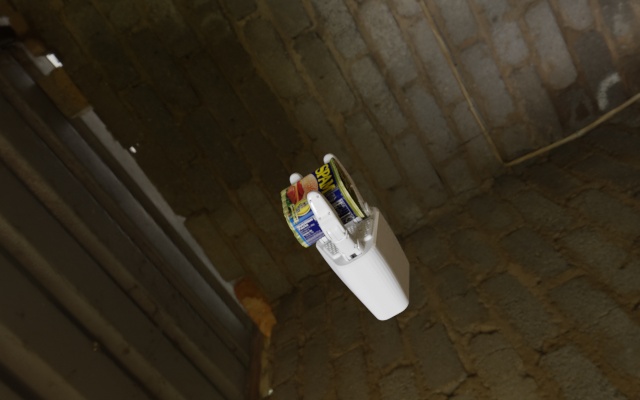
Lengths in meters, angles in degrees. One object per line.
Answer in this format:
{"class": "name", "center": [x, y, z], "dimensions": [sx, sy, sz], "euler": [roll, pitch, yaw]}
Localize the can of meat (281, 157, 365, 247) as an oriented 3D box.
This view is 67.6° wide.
{"class": "can of meat", "center": [0.000, 0.002, 0.610], "dimensions": [0.084, 0.057, 0.102], "euler": [-31, 29, 9]}
